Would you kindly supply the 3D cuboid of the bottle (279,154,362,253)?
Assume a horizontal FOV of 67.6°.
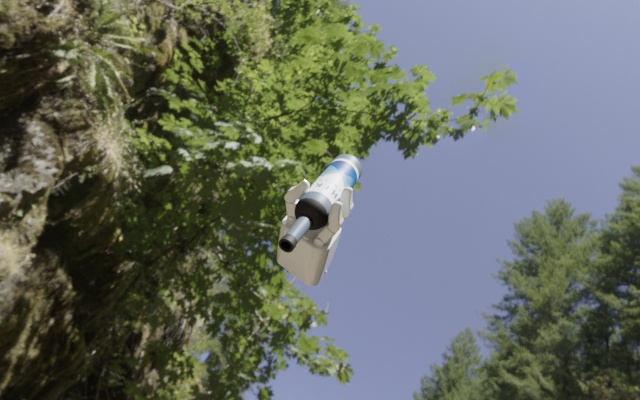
[{"bbox_3d":[0.000,0.003,0.896,0.069,0.069,0.295,0,29,26],"label":"bottle"}]
